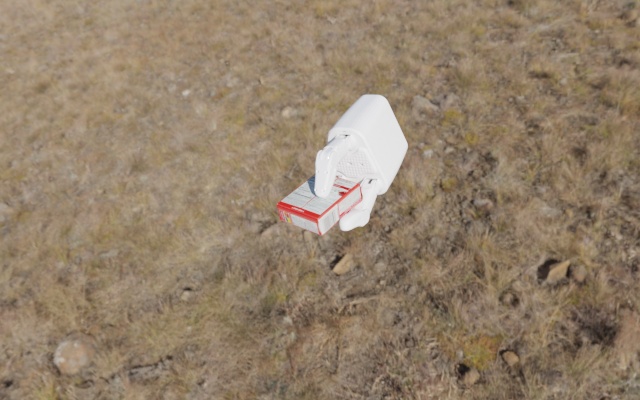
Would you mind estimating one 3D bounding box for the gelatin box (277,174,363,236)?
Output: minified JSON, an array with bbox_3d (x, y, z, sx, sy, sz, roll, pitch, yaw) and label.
[{"bbox_3d":[0.000,0.002,0.620,0.073,0.030,0.089,18,44,38],"label":"gelatin box"}]
